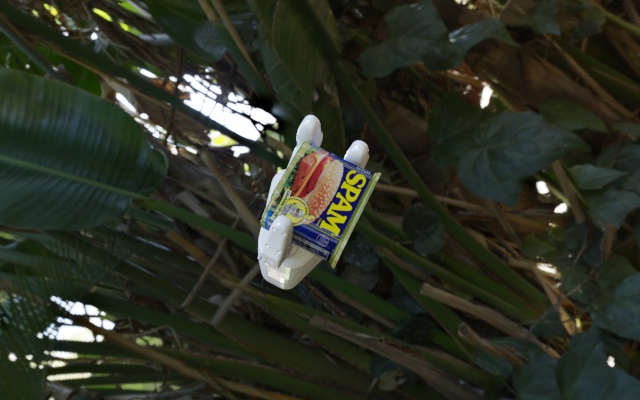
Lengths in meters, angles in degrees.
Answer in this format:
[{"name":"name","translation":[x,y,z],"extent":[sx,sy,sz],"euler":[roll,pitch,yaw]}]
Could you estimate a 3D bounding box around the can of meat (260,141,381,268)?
[{"name":"can of meat","translation":[0.000,0.001,0.473],"extent":[0.084,0.102,0.057],"euler":[27,-22,6]}]
